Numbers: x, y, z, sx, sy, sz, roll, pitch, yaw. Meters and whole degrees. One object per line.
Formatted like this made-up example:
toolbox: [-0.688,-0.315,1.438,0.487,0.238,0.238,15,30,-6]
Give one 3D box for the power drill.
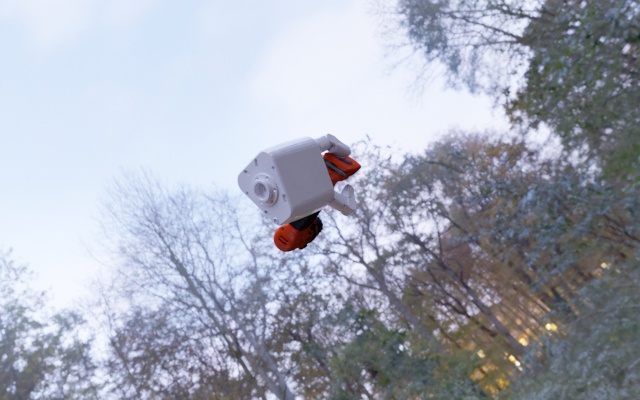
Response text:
power drill: [0.000,0.002,0.864,0.057,0.188,0.184,33,15,9]
